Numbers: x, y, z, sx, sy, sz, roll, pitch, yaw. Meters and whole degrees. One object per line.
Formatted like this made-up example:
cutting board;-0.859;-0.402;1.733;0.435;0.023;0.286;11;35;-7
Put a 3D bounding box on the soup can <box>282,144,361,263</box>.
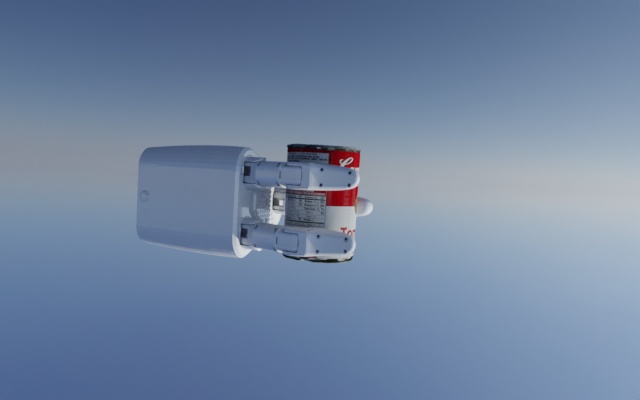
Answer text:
soup can;0.001;0.002;0.439;0.068;0.102;0.068;4;3;0
